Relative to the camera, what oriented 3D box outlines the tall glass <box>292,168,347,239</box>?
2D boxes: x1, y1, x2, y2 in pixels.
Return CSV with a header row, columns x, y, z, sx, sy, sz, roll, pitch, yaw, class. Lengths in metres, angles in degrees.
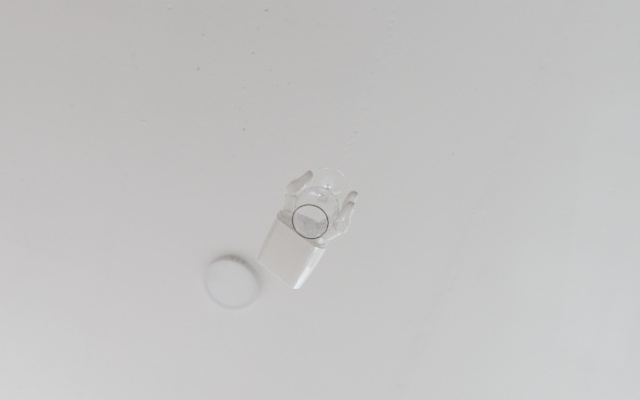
x,y,z,sx,sy,sz,roll,pitch,yaw,class
0.000,0.002,0.870,0.079,0.079,0.201,0,19,11,tall glass
